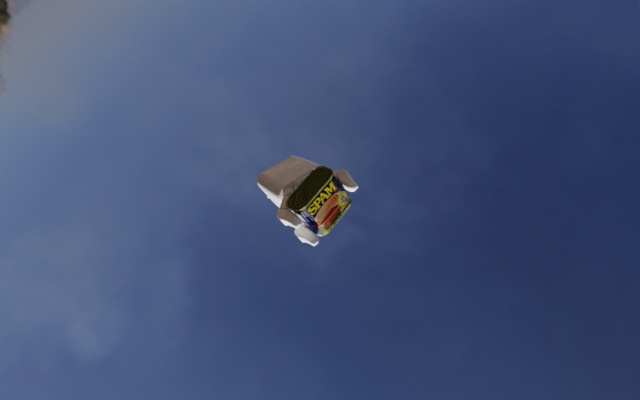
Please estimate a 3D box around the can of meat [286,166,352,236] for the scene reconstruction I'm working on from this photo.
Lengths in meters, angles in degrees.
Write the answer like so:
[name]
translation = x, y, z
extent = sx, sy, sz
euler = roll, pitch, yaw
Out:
[can of meat]
translation = 0.000, 0.003, 0.878
extent = 0.057, 0.102, 0.084
euler = 24, -21, 51
